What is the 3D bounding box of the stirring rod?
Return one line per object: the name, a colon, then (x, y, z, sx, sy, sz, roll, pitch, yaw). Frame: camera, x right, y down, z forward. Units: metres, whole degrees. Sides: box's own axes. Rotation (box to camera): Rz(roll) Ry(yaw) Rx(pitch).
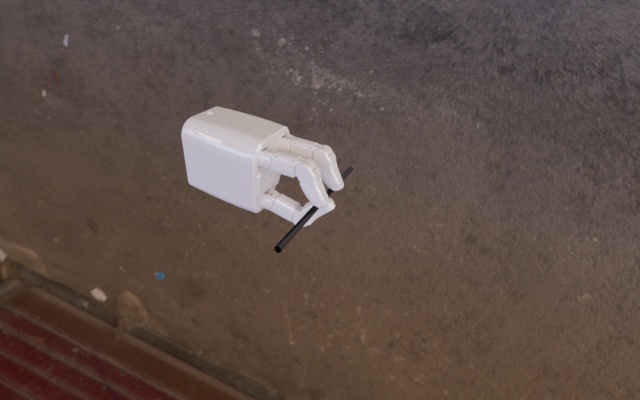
stirring rod: (0.000, 0.002, 0.581, 0.011, 0.011, 0.239, 0, 23, 23)
